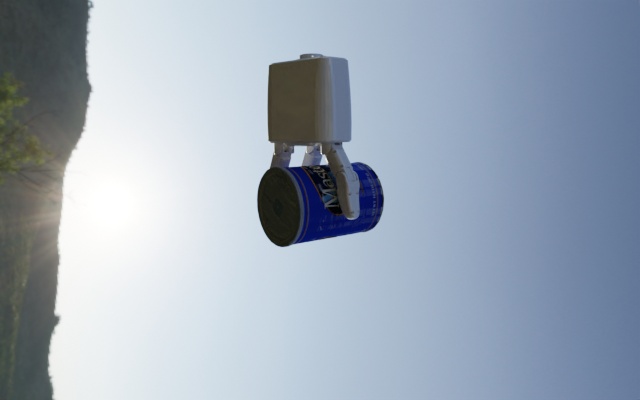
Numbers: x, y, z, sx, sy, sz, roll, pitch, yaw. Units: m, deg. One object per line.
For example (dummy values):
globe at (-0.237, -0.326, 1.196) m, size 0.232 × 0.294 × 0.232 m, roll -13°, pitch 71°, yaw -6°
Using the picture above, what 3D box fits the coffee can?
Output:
coffee can at (0.000, 0.002, 0.645) m, size 0.140 × 0.103 × 0.103 m, roll -7°, pitch 4°, yaw -37°
